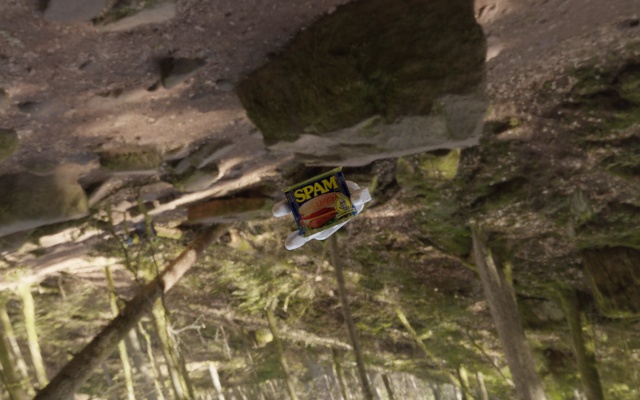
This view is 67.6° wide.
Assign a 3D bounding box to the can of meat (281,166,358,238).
[{"bbox_3d":[0.000,0.003,0.757,0.102,0.084,0.057,-21,3,-3],"label":"can of meat"}]
